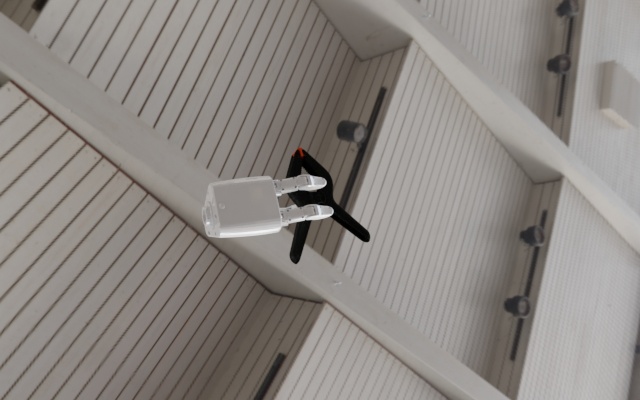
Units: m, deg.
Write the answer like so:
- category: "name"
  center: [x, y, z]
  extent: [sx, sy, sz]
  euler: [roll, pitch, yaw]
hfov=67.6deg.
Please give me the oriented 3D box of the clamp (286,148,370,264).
- category: "clamp"
  center: [-0.001, 0.003, 0.871]
  extent: [0.164, 0.210, 0.036]
  euler: [-6, -17, -28]
